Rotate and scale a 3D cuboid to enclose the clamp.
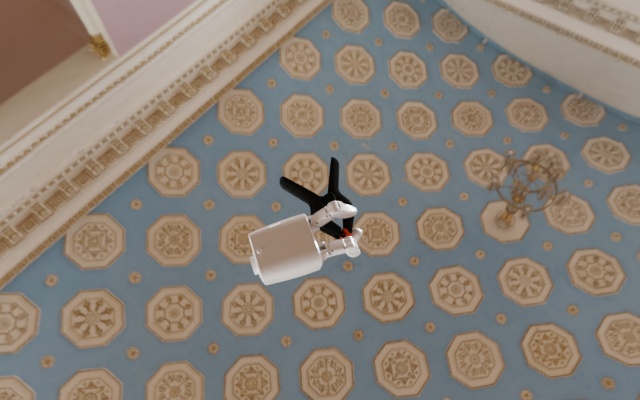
[{"bbox_3d":[0.000,0.003,0.869,0.120,0.171,0.039,-18,-29,-7],"label":"clamp"}]
